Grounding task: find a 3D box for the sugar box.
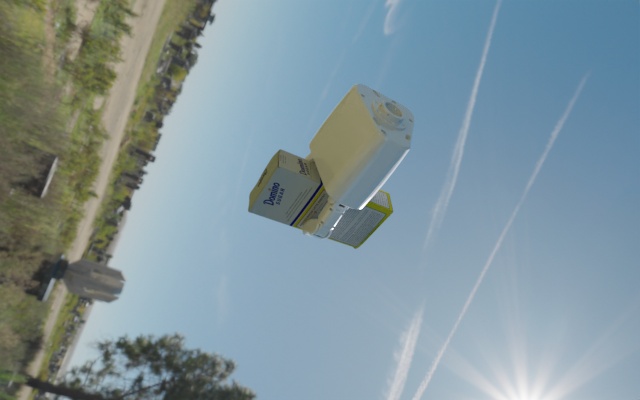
[{"bbox_3d":[0.000,0.002,0.655,0.176,0.048,0.093,23,-52,-21],"label":"sugar box"}]
